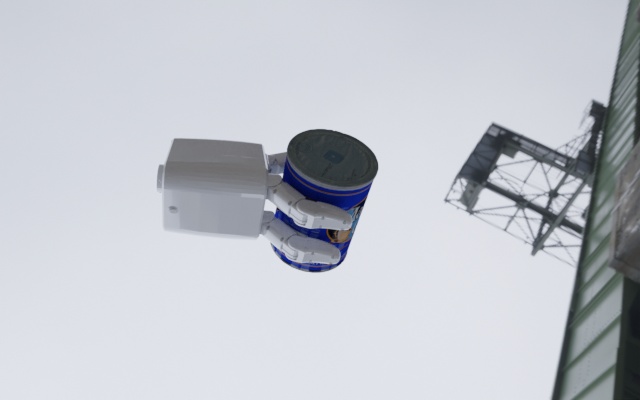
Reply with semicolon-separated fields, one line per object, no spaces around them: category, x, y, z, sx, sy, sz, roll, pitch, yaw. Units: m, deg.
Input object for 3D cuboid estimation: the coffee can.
coffee can;0.000;0.002;0.566;0.103;0.140;0.102;9;41;-8
